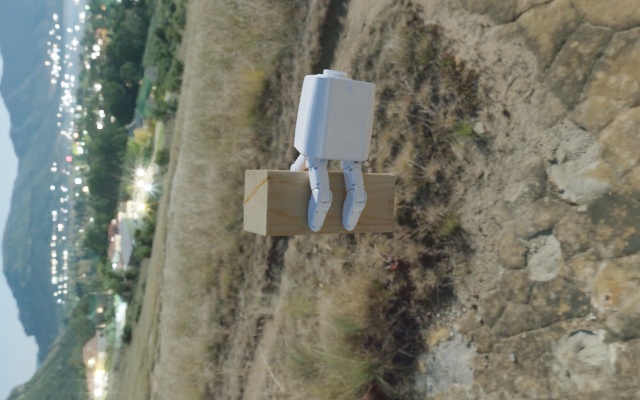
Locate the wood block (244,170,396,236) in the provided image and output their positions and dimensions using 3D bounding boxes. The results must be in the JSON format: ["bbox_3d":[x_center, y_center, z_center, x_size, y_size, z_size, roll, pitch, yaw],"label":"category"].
[{"bbox_3d":[0.000,0.002,0.706,0.206,0.090,0.091,0,3,-28],"label":"wood block"}]
